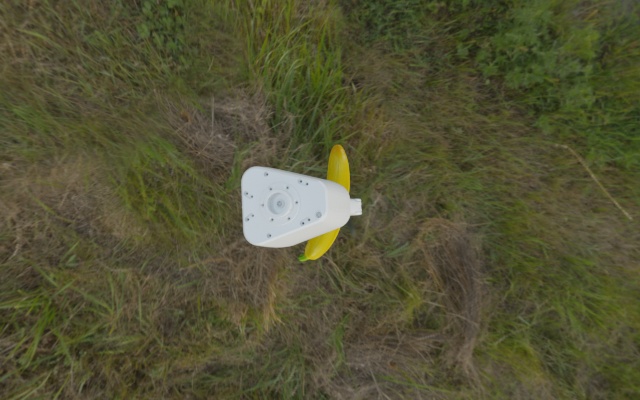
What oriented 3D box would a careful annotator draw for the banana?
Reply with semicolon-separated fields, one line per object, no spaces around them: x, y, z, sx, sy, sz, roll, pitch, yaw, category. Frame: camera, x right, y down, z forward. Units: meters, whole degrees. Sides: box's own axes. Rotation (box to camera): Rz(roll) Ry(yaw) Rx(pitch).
0.011;0.011;0.742;0.037;0.198;0.069;16;5;-43;banana
